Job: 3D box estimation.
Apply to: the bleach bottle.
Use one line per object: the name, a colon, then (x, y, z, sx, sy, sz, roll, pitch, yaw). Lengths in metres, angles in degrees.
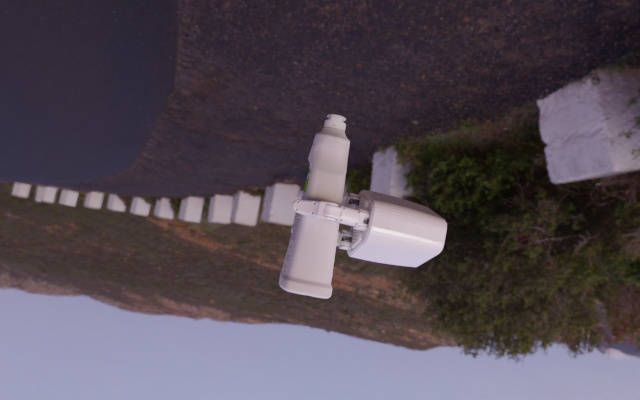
bleach bottle: (0.000, 0.002, 0.664, 0.068, 0.251, 0.102, 12, -6, -10)
